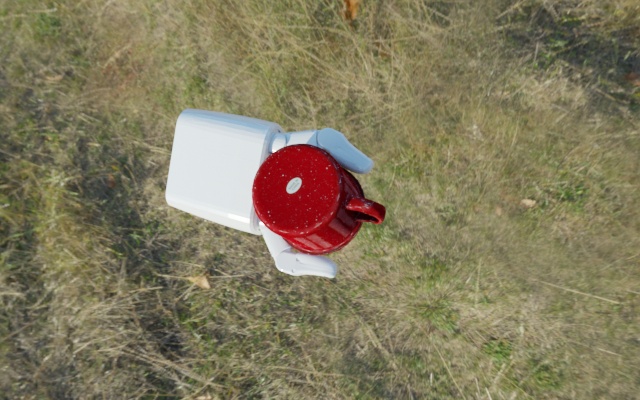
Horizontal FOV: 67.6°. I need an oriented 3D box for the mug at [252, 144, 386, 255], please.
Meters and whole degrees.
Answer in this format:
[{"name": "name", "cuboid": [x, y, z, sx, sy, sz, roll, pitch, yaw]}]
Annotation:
[{"name": "mug", "cuboid": [0.001, 0.002, 0.426, 0.117, 0.093, 0.081, 14, -9, 17]}]
